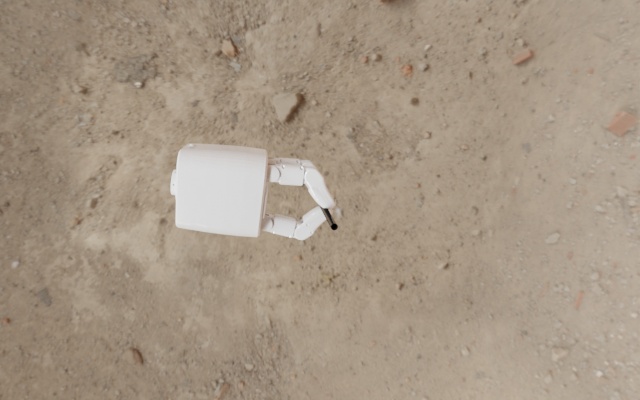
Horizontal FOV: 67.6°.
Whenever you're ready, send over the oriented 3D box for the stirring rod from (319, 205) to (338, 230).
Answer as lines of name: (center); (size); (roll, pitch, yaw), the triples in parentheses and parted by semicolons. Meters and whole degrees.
stirring rod: (0.000, 0.002, 0.645); (0.011, 0.011, 0.239); (0, 13, -8)
